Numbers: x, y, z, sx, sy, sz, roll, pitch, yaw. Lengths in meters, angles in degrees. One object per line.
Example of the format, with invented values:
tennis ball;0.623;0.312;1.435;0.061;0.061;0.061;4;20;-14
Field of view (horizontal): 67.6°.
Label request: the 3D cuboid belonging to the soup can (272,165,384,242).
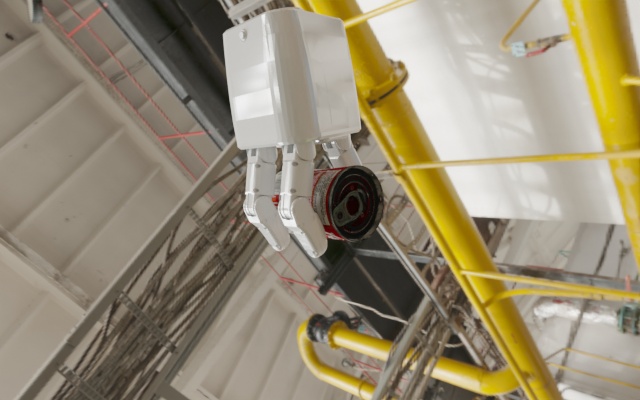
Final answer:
soup can;0.000;0.002;0.458;0.068;0.068;0.102;0;1;-42
